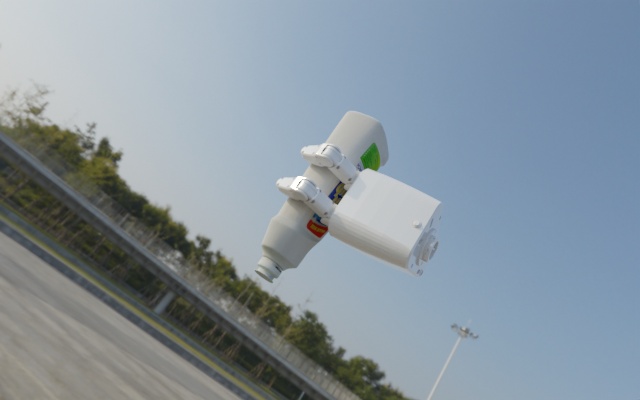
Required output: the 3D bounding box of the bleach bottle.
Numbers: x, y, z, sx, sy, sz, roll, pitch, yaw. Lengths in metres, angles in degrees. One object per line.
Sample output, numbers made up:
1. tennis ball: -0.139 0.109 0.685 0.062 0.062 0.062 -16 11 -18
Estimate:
1. bleach bottle: 0.000 0.002 0.635 0.068 0.250 0.103 25 -22 26
